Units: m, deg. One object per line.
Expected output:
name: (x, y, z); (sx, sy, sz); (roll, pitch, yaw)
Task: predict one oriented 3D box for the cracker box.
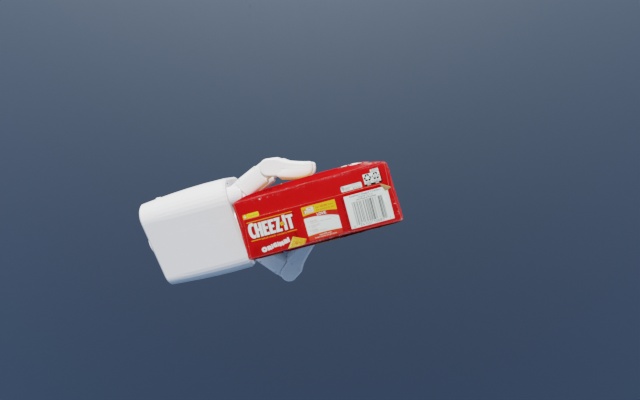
cracker box: (0.000, 0.002, 0.581); (0.164, 0.072, 0.213); (-15, 4, 3)
